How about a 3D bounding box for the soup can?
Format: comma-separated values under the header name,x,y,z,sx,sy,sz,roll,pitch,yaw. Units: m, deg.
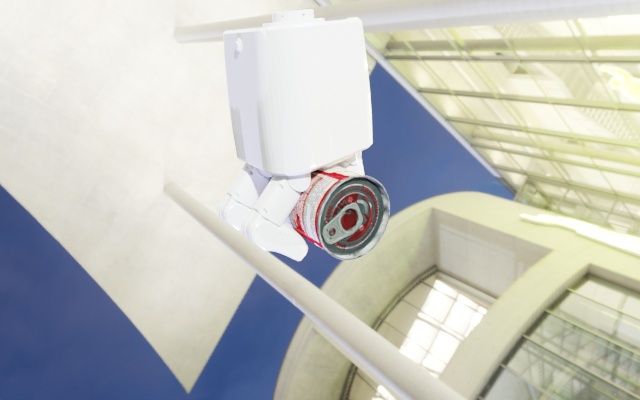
name,x,y,z,sx,sy,sz,roll,pitch,yaw
soup can,0.000,0.002,0.407,0.068,0.068,0.102,0,14,-34
